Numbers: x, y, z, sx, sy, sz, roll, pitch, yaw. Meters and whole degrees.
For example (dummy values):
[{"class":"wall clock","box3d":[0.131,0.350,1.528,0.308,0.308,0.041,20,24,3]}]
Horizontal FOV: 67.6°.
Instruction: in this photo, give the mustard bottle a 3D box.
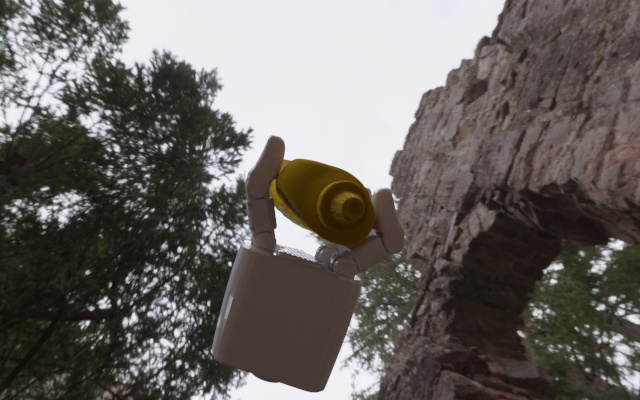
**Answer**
[{"class":"mustard bottle","box3d":[0.000,0.001,0.443,0.096,0.058,0.191,43,-7,-13]}]
